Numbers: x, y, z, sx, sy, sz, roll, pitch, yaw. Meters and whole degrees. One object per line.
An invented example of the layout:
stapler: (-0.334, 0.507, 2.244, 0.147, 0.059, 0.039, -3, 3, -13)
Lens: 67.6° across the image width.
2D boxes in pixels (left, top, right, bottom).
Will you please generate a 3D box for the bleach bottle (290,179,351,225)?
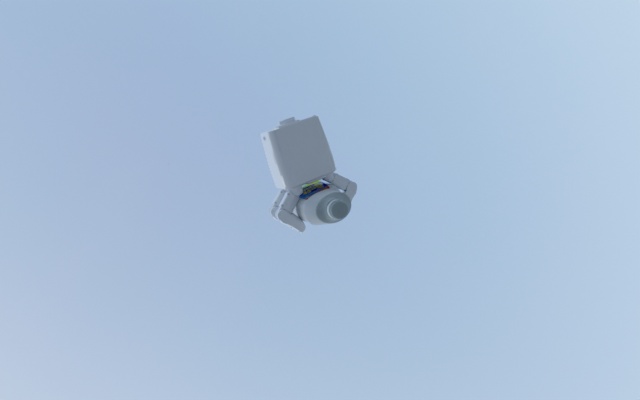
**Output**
bleach bottle: (0.000, 0.003, 0.863, 0.102, 0.068, 0.251, -20, 10, -15)
